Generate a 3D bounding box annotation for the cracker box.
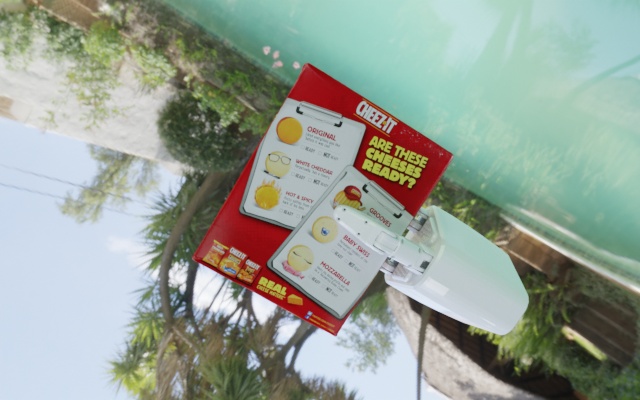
[{"bbox_3d":[0.000,0.002,0.477,0.164,0.214,0.072,30,7,-9],"label":"cracker box"}]
